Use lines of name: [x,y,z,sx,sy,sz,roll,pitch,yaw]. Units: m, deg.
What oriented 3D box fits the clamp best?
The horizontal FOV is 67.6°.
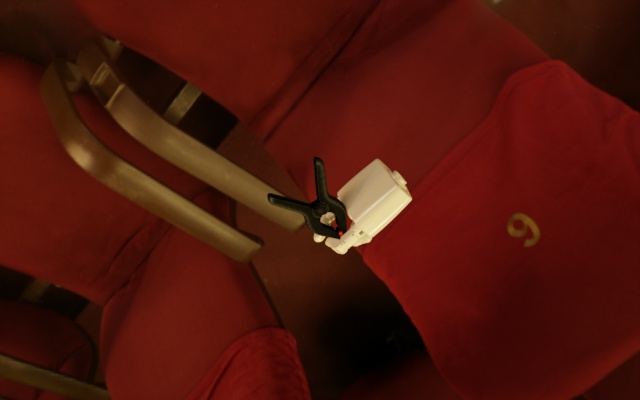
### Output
clamp: [0.000,0.003,0.881,0.171,0.120,0.039,39,15,-28]
